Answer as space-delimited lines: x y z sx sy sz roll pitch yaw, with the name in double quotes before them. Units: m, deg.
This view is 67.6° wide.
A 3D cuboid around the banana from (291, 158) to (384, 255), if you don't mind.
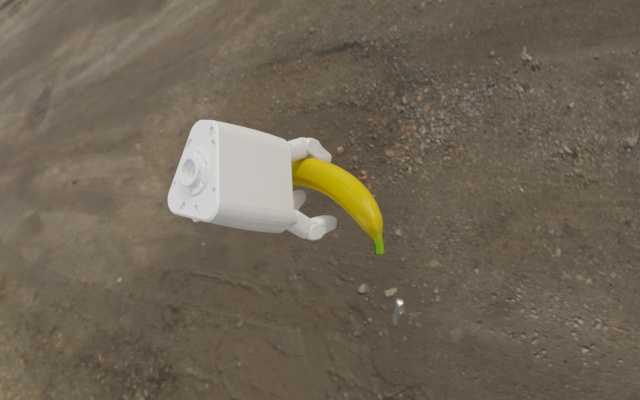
"banana" 0.009 -0.012 0.593 0.197 0.070 0.037 37 26 33
